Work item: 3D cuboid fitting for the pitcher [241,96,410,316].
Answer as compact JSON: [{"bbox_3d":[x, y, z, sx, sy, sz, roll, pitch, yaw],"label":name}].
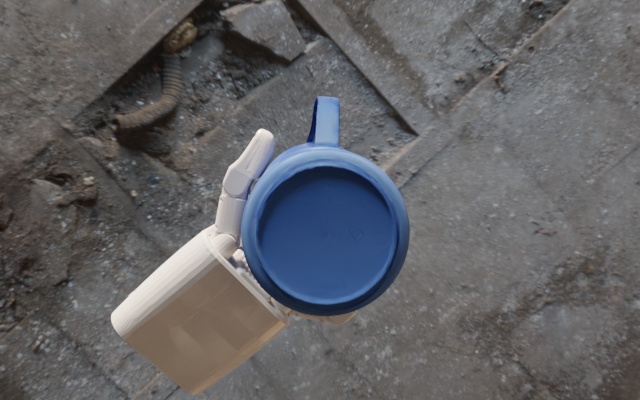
[{"bbox_3d":[0.000,0.002,0.412,0.145,0.149,0.243,-40,5,1],"label":"pitcher"}]
